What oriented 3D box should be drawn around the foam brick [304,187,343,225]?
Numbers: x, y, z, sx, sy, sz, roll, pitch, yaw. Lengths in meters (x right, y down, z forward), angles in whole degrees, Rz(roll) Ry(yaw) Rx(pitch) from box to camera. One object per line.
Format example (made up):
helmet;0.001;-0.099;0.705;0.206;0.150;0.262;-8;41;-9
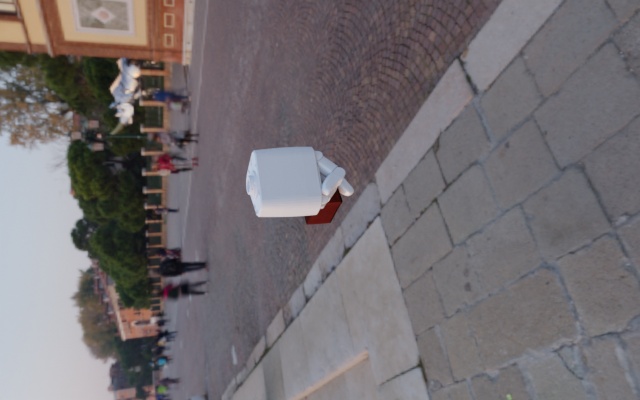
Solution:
foam brick;0.000;0.003;0.888;0.051;0.053;0.078;-5;-32;-21
